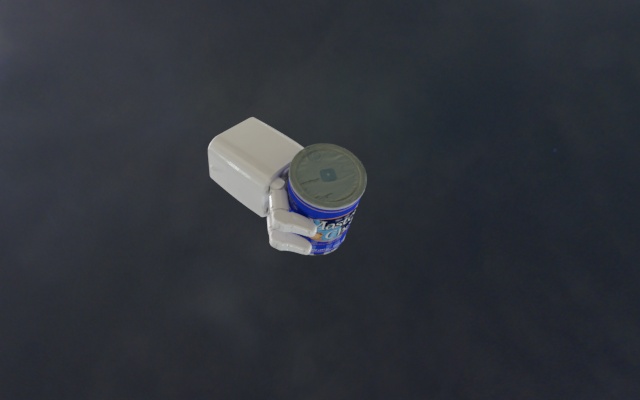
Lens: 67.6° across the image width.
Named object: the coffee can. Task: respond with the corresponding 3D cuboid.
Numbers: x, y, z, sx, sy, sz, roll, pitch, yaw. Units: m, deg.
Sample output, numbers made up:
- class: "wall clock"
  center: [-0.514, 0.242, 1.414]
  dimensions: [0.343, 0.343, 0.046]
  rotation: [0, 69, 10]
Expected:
- class: "coffee can"
  center: [0.000, 0.002, 0.678]
  dimensions: [0.103, 0.102, 0.140]
  rotation: [0, -32, -10]
